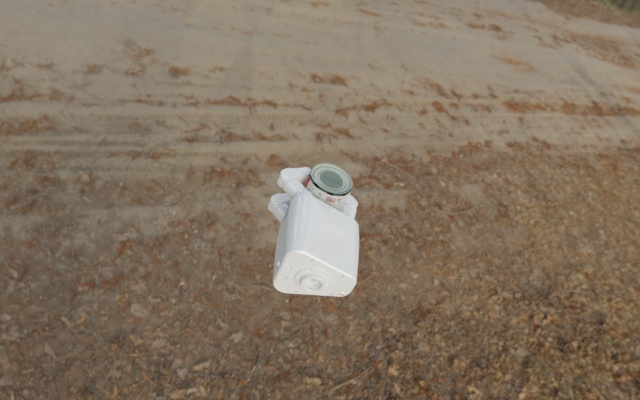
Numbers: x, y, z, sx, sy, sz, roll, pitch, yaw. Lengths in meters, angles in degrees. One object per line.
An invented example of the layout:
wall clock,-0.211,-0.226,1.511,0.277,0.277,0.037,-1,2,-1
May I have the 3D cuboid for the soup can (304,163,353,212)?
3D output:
soup can,0.000,0.002,0.723,0.068,0.068,0.102,0,-43,-26
